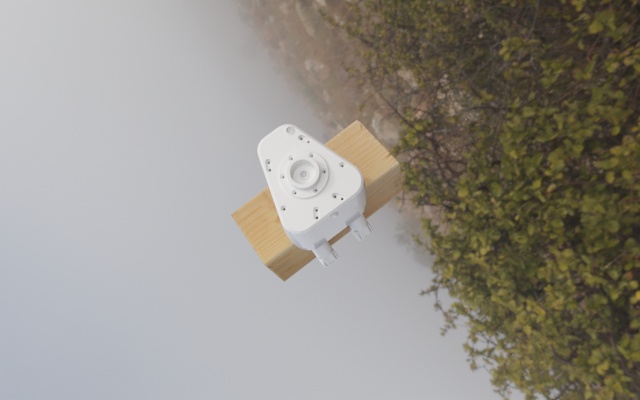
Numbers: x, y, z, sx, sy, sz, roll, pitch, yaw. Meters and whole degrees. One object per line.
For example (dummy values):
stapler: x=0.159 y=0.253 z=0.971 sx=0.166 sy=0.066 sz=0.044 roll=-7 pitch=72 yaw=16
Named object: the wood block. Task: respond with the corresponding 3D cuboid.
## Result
wood block: x=0.000 y=0.002 z=0.636 sx=0.206 sy=0.090 sz=0.090 roll=-37 pitch=-25 yaw=-4
